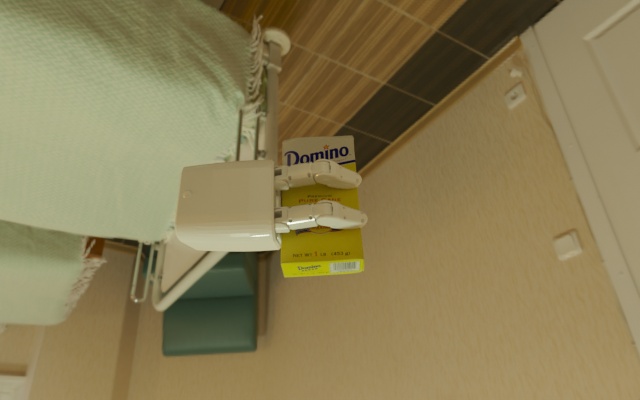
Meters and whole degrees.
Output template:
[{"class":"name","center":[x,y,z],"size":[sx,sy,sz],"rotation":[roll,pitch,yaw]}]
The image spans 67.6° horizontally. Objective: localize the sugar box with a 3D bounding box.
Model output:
[{"class":"sugar box","center":[0.000,0.002,0.574],"size":[0.093,0.176,0.048],"rotation":[-3,-30,0]}]
